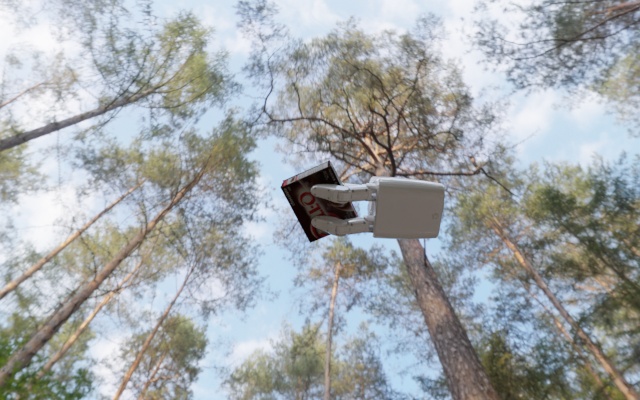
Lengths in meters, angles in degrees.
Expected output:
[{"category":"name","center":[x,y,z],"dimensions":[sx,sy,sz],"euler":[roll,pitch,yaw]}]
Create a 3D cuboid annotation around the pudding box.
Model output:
[{"category":"pudding box","center":[0.000,0.002,0.778],"dimensions":[0.090,0.113,0.039],"euler":[-23,19,11]}]
